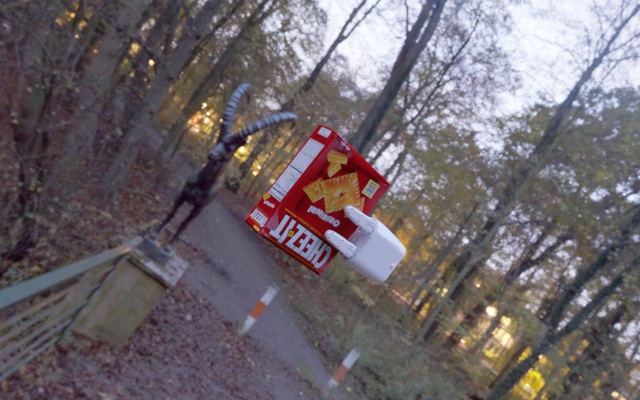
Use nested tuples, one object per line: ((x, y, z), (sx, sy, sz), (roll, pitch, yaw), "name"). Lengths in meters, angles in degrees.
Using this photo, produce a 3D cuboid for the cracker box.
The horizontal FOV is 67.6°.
((0.000, 0.003, 0.838), (0.164, 0.213, 0.072), (40, -3, -36), "cracker box")
